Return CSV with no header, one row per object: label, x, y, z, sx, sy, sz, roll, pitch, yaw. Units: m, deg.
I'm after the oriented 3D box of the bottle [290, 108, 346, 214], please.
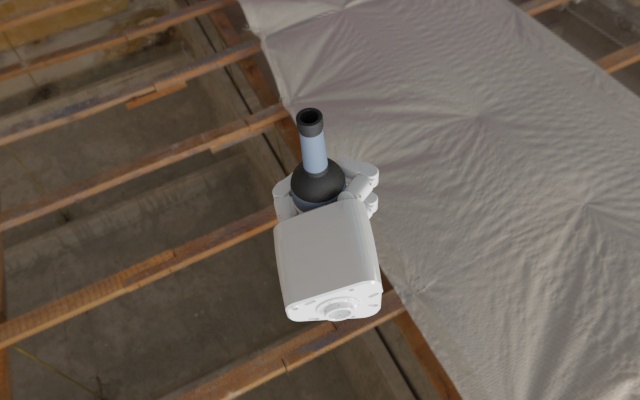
bottle,0.000,0.002,0.596,0.069,0.069,0.296,0,-36,5
